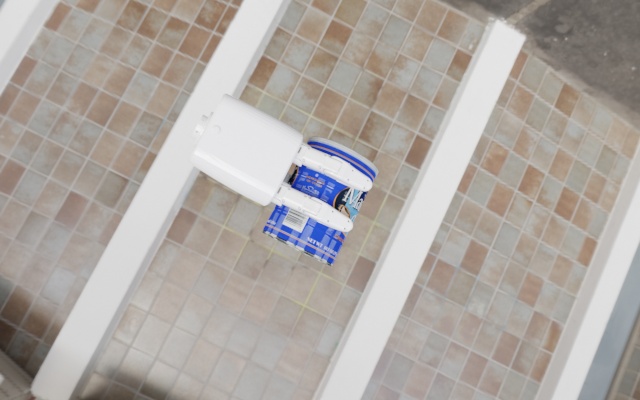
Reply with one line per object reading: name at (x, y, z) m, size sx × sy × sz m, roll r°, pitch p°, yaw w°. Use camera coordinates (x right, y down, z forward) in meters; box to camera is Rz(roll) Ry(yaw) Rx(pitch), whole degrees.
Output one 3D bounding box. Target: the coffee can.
coffee can at (0.000, 0.002, 0.626) m, size 0.103 × 0.140 × 0.103 m, roll 26°, pitch -7°, yaw 4°
